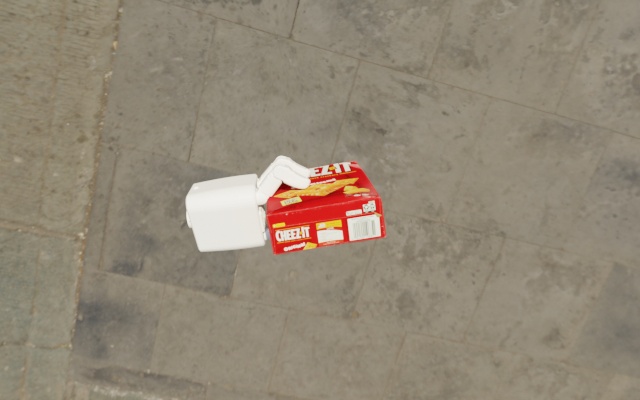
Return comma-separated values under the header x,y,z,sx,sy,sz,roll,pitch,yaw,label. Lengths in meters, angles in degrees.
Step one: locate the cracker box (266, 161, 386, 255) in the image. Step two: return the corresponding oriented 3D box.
x,y,z,sx,sy,sz,roll,pitch,yaw,label
0.000,0.003,0.760,0.164,0.072,0.213,-9,19,-2,cracker box
